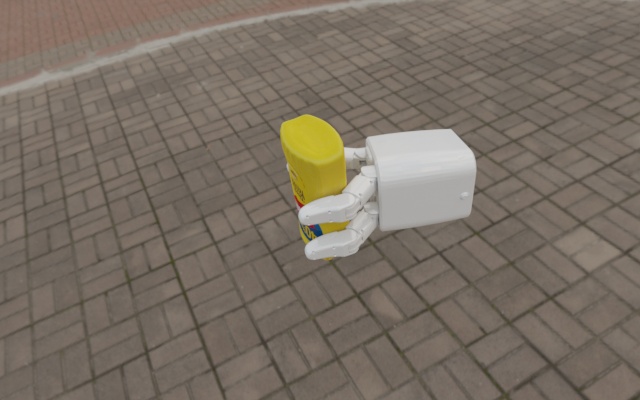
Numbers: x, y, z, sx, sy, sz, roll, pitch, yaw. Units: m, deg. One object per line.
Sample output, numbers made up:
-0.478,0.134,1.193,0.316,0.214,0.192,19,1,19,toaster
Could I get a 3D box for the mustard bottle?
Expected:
0.000,0.002,0.562,0.058,0.192,0.096,-24,44,-16,mustard bottle
